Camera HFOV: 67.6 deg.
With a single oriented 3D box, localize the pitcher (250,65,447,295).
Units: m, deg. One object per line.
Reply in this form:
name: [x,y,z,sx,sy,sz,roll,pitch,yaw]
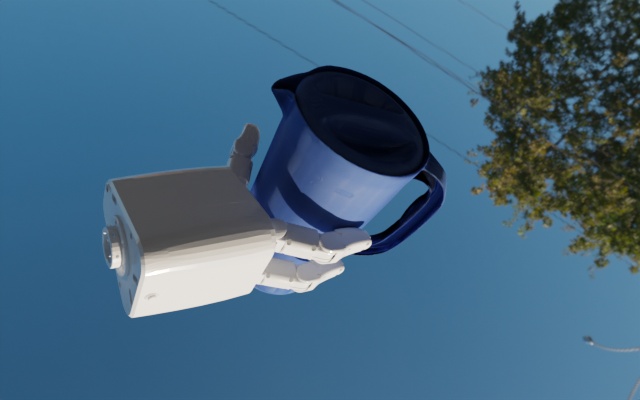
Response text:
pitcher: [0.000,0.002,0.491,0.145,0.149,0.243,-9,-31,-36]
